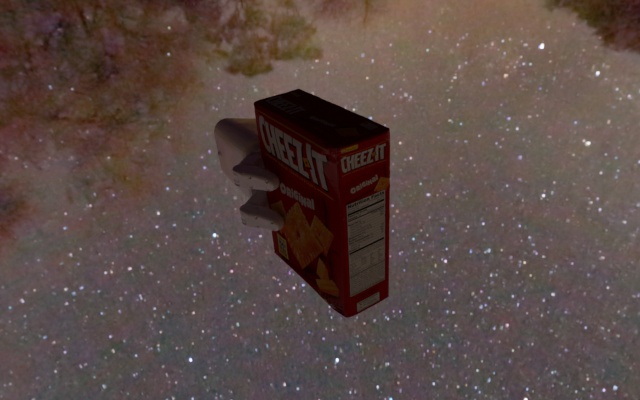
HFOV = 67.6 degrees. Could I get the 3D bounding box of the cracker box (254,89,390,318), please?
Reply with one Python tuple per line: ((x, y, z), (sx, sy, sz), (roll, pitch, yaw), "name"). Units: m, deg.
((0.000, 0.002, 0.541), (0.072, 0.214, 0.164), (-23, 36, -27), "cracker box")
